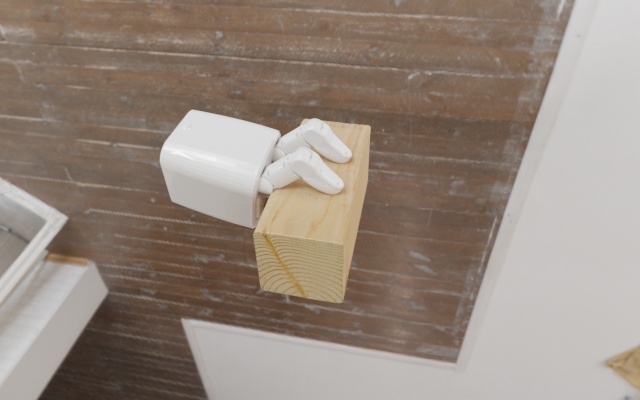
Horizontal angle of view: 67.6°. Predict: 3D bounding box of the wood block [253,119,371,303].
[{"bbox_3d":[0.000,0.002,0.546,0.090,0.091,0.206,7,42,9],"label":"wood block"}]
